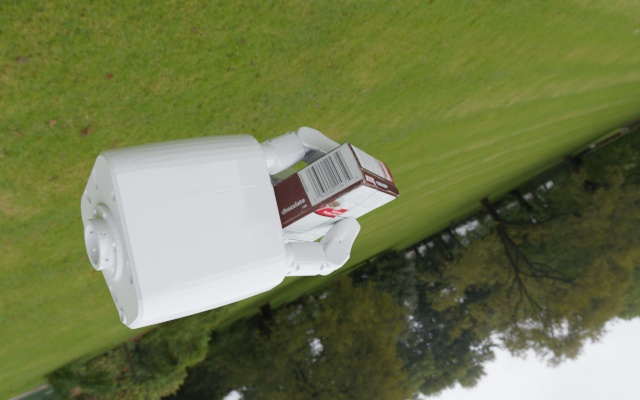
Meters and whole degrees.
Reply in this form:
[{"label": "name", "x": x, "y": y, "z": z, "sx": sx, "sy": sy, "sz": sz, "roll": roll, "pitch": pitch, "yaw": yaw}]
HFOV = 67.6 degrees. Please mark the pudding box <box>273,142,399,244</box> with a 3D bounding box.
[{"label": "pudding box", "x": 0.000, "y": 0.001, "z": 0.406, "sx": 0.113, "sy": 0.039, "sz": 0.090, "roll": -28, "pitch": -17, "yaw": 20}]
